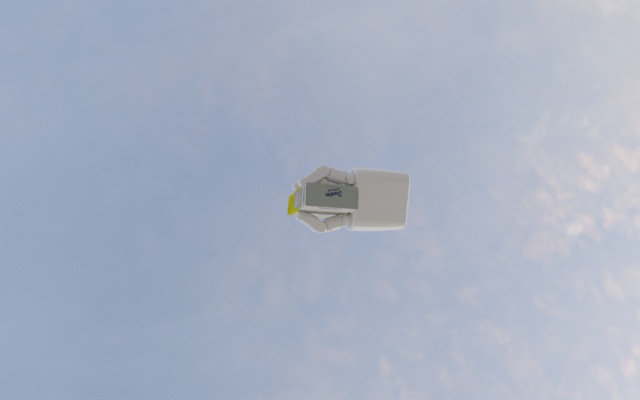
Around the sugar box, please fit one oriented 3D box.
[{"bbox_3d":[0.000,0.002,0.868,0.093,0.048,0.176,5,-10,-14],"label":"sugar box"}]
